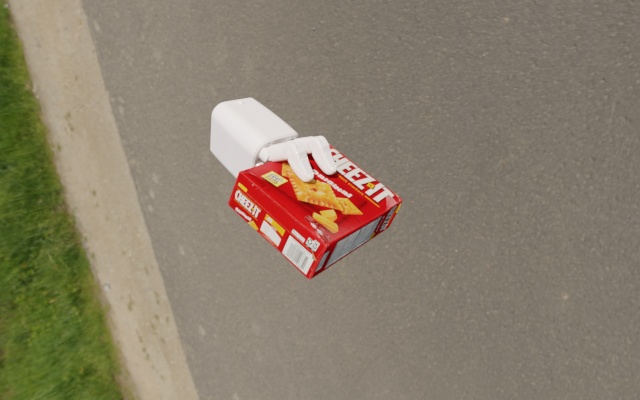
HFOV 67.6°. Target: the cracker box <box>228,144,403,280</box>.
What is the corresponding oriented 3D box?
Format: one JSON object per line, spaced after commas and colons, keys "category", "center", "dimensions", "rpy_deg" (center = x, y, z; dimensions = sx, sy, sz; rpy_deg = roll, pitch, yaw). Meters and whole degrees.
{"category": "cracker box", "center": [0.000, 0.002, 0.704], "dimensions": [0.164, 0.072, 0.213], "rpy_deg": [40, 36, 20]}
